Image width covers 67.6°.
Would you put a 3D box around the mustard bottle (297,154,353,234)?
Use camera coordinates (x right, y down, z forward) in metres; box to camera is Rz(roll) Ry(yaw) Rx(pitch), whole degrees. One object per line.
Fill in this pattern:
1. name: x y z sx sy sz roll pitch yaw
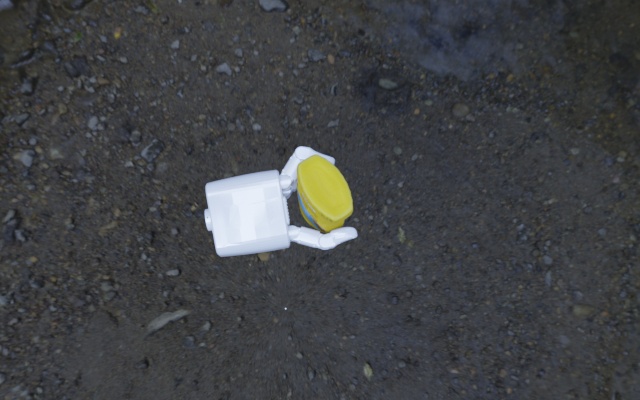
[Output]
1. mustard bottle: 0.000 0.002 0.718 0.058 0.096 0.192 -33 -8 -10
